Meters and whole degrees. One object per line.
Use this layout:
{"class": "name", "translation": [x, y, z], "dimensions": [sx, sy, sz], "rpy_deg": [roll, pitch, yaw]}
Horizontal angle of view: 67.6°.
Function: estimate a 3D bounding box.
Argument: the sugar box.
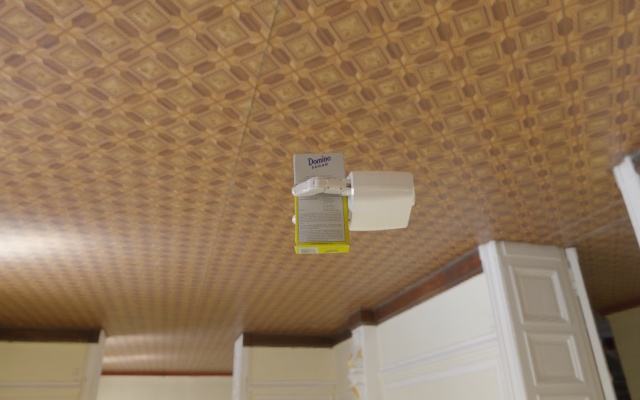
{"class": "sugar box", "translation": [0.000, 0.003, 0.838], "dimensions": [0.093, 0.176, 0.048], "rpy_deg": [-1, -25, -2]}
